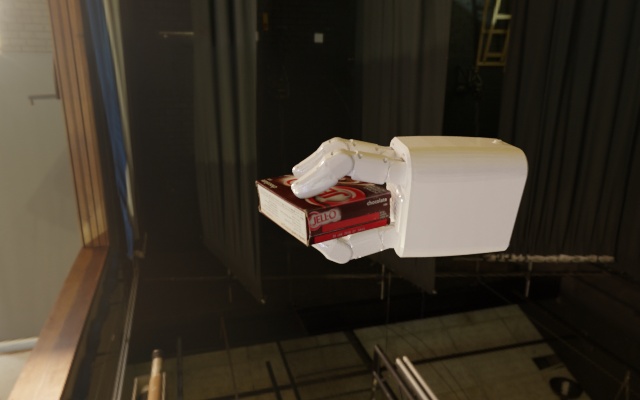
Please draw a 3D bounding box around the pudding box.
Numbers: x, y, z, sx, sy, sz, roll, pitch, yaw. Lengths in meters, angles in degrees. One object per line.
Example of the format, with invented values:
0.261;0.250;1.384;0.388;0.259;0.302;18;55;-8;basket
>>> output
0.000;0.002;0.463;0.090;0.039;0.113;-11;18;-28;pudding box
